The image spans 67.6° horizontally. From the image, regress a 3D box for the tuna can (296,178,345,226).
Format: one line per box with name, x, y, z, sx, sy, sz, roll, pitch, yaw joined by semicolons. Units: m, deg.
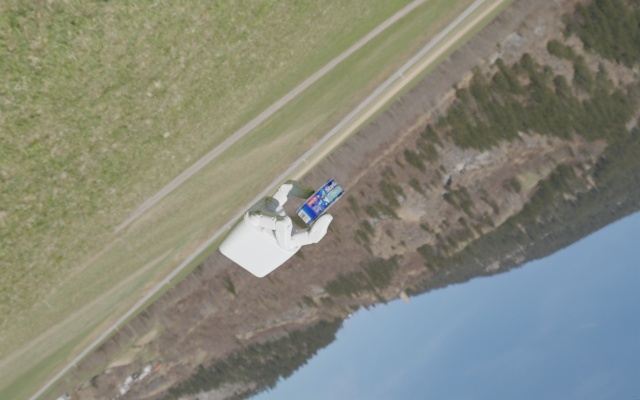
tuna can;0.001;0.003;0.805;0.086;0.034;0.086;-43;-3;-2
